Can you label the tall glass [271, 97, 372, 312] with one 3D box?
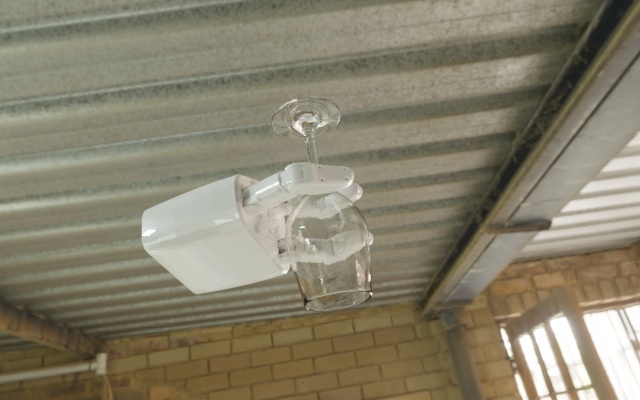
[{"bbox_3d":[0.000,0.001,0.464,0.079,0.201,0.079,-8,-27,-4],"label":"tall glass"}]
